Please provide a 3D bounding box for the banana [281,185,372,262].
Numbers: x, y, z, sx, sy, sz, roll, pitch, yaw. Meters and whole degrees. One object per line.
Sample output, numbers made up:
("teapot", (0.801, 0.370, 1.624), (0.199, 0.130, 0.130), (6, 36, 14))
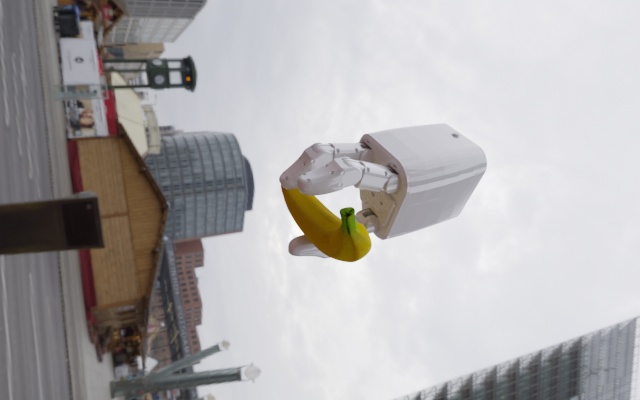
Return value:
("banana", (0.005, 0.020, 0.472), (0.037, 0.070, 0.197), (-18, 15, -18))
